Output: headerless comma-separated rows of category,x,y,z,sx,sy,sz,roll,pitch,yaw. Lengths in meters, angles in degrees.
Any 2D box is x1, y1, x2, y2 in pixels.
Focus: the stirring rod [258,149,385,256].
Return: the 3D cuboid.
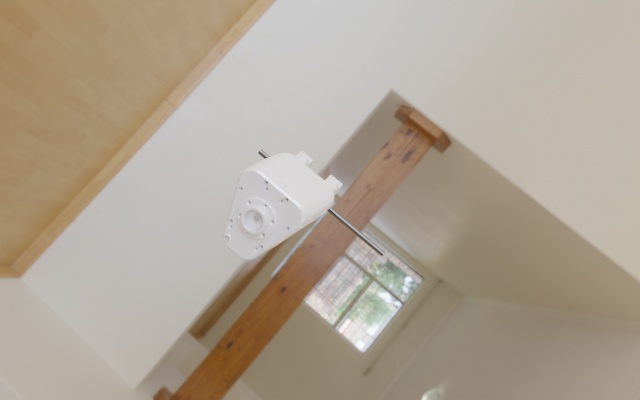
stirring rod,0.000,0.002,0.710,0.239,0.011,0.011,40,5,6
